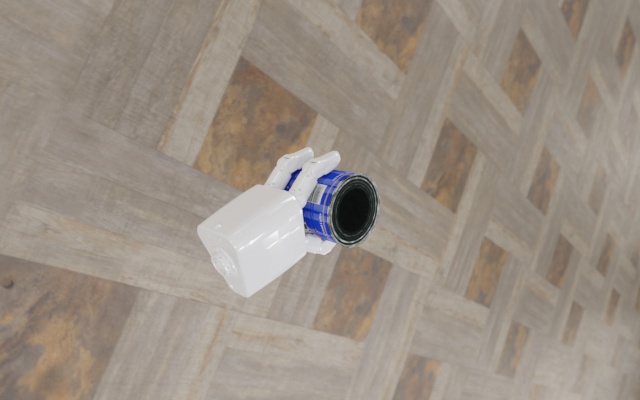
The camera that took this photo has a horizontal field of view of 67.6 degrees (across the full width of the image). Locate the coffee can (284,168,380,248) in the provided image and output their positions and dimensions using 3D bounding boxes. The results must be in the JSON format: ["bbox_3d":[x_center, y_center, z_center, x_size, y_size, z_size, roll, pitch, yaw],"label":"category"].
[{"bbox_3d":[0.000,0.002,0.693,0.103,0.103,0.140,0,9,-44],"label":"coffee can"}]
